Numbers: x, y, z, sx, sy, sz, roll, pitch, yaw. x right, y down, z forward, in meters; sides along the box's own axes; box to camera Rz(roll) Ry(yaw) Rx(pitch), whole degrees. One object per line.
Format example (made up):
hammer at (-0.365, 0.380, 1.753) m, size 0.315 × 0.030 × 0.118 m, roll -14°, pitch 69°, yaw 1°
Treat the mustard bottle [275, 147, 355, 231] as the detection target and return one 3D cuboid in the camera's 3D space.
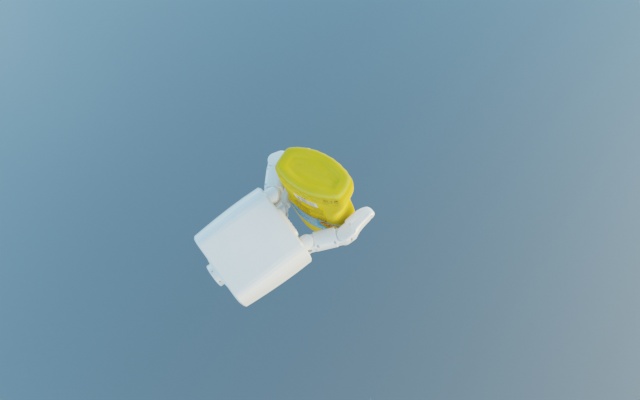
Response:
mustard bottle at (0.000, 0.002, 0.648) m, size 0.096 × 0.058 × 0.192 m, roll 25°, pitch -17°, yaw 15°
